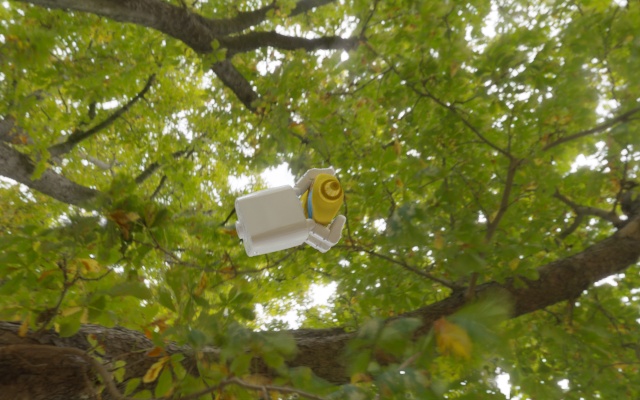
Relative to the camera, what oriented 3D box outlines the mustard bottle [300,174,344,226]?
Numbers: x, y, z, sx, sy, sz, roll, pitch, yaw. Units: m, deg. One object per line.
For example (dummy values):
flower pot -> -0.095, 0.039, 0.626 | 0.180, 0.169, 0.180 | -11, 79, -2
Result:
mustard bottle -> 0.000, 0.003, 0.892 | 0.058, 0.096, 0.192 | 11, -19, -11
